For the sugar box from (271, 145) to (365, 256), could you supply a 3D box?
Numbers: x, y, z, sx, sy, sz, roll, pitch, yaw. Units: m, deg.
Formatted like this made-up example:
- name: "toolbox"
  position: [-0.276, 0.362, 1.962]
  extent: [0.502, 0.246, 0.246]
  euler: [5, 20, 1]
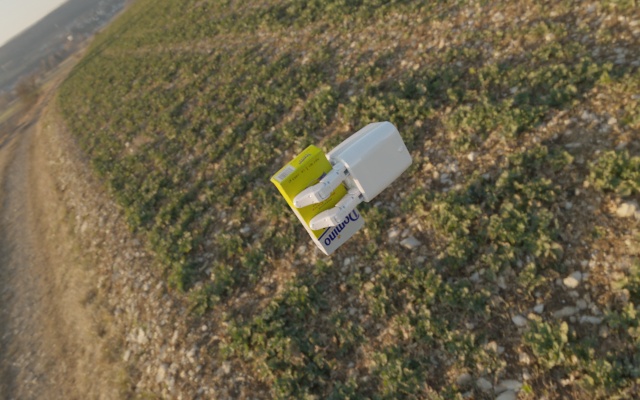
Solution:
- name: "sugar box"
  position: [0.000, 0.003, 0.817]
  extent: [0.093, 0.176, 0.048]
  euler: [-40, 31, -10]
